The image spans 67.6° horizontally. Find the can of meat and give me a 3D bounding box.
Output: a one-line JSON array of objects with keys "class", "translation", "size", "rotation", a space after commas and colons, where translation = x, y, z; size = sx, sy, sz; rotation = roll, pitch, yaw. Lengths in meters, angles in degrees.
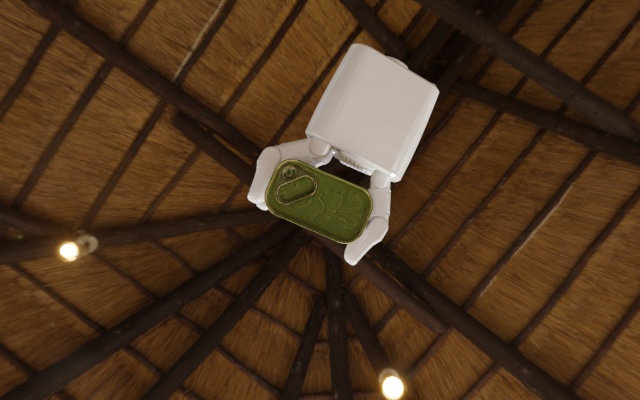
[{"class": "can of meat", "translation": [0.000, 0.002, 0.494], "size": [0.102, 0.057, 0.084], "rotation": [23, 0, 3]}]
